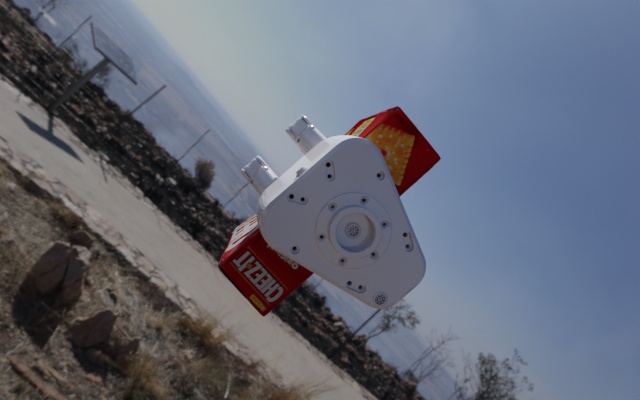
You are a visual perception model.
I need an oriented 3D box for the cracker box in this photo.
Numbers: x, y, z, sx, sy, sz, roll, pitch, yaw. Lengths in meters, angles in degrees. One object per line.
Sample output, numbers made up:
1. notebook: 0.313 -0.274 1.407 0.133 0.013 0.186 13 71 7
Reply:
1. cracker box: 0.000 0.002 0.496 0.213 0.072 0.164 -41 8 -1
